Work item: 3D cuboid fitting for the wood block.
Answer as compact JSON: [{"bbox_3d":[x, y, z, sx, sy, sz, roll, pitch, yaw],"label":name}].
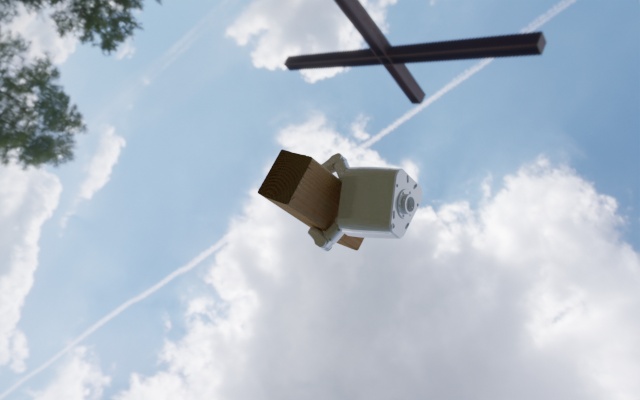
[{"bbox_3d":[0.000,0.003,0.859,0.090,0.091,0.206,19,-13,46],"label":"wood block"}]
